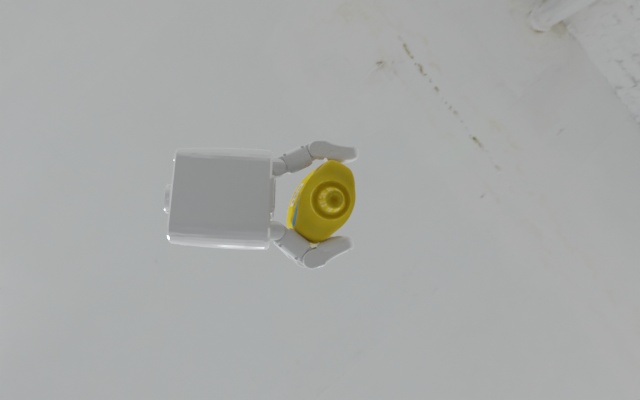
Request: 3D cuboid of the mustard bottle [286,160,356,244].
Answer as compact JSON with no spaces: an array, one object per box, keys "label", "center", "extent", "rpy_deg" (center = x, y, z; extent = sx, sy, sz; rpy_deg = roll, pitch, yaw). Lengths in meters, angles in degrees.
[{"label":"mustard bottle","center":[0.000,0.002,0.551],"extent":[0.058,0.096,0.191],"rpy_deg":[28,-5,-6]}]
